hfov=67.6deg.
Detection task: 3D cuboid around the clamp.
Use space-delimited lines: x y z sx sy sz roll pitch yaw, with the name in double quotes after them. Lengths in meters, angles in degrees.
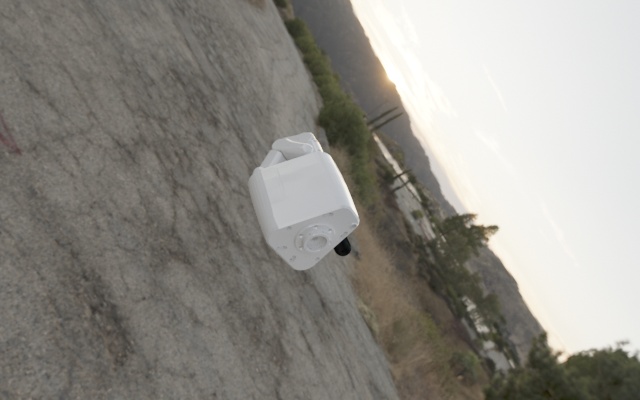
0.001 0.002 0.700 0.039 0.120 0.172 -30 -46 8 "clamp"
